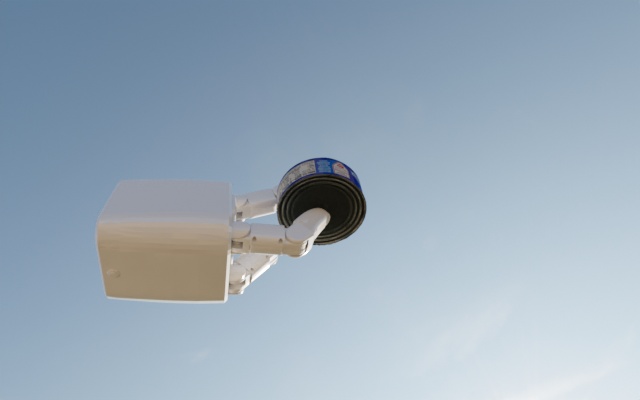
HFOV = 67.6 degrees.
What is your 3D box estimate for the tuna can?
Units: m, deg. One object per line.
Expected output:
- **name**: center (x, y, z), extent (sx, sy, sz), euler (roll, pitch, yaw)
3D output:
- **tuna can**: center (0.000, 0.001, 0.466), extent (0.086, 0.086, 0.033), euler (0, 37, -6)
